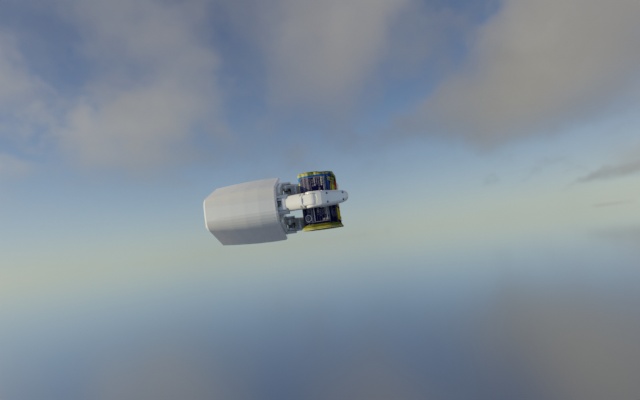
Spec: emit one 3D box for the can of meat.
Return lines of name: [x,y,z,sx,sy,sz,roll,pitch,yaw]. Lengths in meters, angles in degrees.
can of meat: [0.000,0.002,0.727,0.057,0.084,0.102,-8,-5,5]
